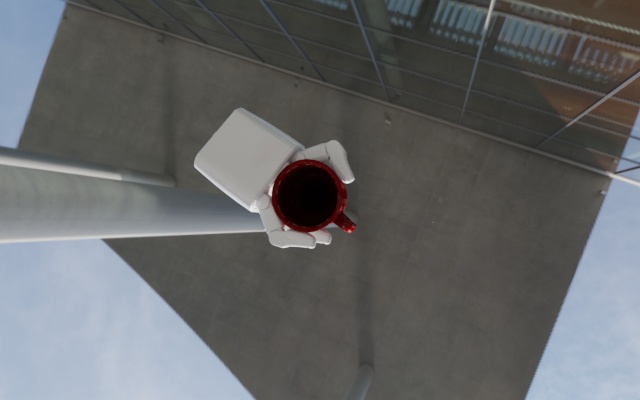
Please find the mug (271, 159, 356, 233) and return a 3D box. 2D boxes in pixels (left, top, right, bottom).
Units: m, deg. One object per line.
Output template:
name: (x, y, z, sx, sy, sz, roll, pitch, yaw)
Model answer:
mug: (0.001, 0.003, 0.639, 0.117, 0.093, 0.081, 36, 6, 11)
